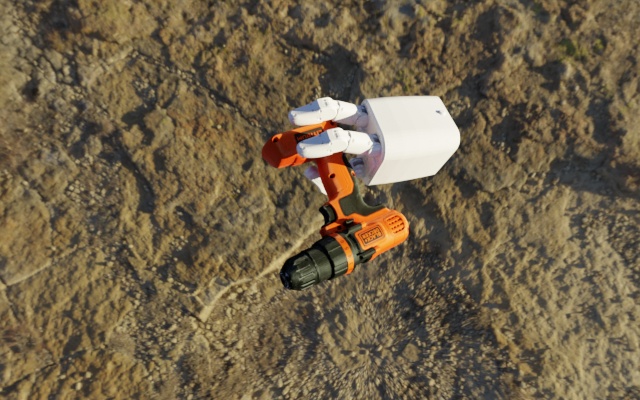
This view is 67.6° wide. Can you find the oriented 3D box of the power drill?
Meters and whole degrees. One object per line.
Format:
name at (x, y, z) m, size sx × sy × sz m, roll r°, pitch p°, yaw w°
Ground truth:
power drill at (0.000, 0.001, 0.593) m, size 0.184 × 0.187 × 0.057 m, roll -21°, pitch -11°, yaw -31°
